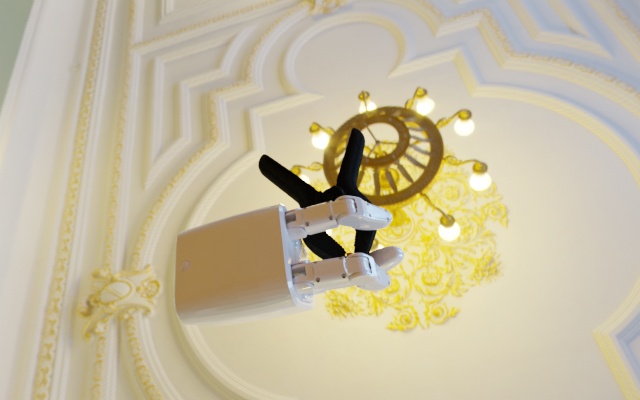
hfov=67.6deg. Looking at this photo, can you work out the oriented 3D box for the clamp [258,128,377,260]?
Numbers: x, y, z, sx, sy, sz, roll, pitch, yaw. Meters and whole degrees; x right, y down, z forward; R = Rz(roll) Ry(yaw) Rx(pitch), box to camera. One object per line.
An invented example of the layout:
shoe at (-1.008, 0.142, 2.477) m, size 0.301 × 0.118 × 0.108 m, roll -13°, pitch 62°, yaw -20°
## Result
clamp at (0.000, 0.002, 0.493) m, size 0.120 × 0.171 × 0.039 m, roll -13°, pitch -34°, yaw 5°
